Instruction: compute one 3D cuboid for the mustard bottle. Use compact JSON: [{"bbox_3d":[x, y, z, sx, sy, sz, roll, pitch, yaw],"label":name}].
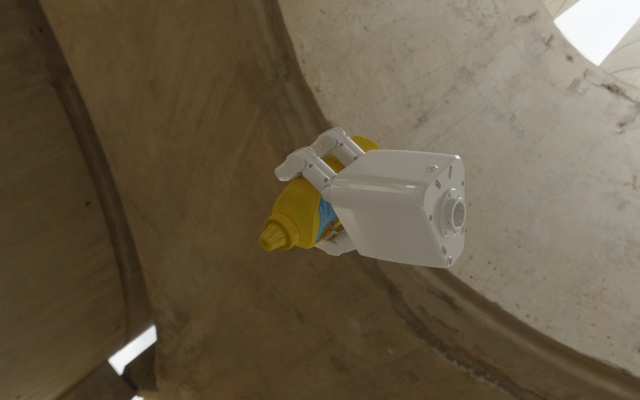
[{"bbox_3d":[0.000,0.002,0.561,0.058,0.096,0.191,29,45,25],"label":"mustard bottle"}]
